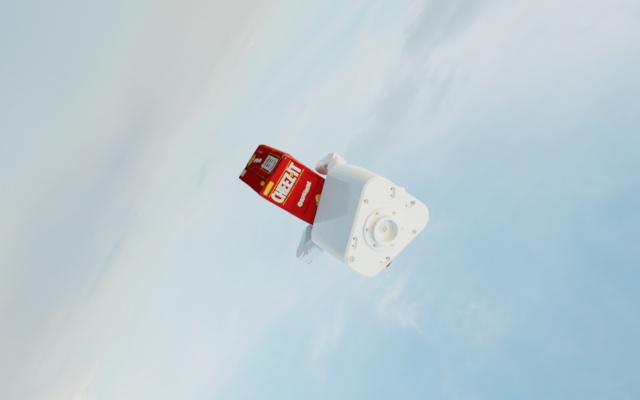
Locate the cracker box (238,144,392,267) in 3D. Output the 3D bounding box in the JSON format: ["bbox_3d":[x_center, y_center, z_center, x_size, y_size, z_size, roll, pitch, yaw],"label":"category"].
[{"bbox_3d":[0.000,0.003,0.697,0.214,0.072,0.164,31,-1,-22],"label":"cracker box"}]
